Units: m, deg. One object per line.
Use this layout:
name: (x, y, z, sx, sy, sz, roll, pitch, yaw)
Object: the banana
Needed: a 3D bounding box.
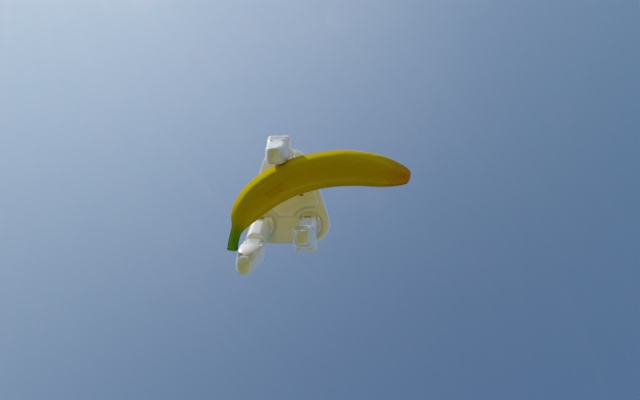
banana: (-0.010, -0.014, 0.487, 0.198, 0.069, 0.037, -22, -7, 0)
